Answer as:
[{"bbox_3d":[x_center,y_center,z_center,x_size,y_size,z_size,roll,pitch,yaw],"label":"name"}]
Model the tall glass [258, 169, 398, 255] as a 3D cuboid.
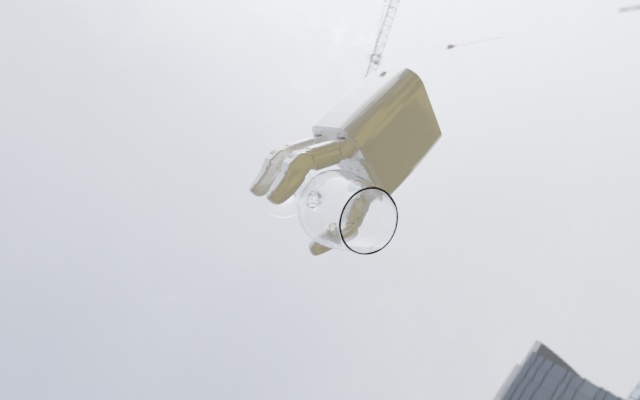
[{"bbox_3d":[0.000,0.002,0.509,0.079,0.079,0.201,0,10,-26],"label":"tall glass"}]
